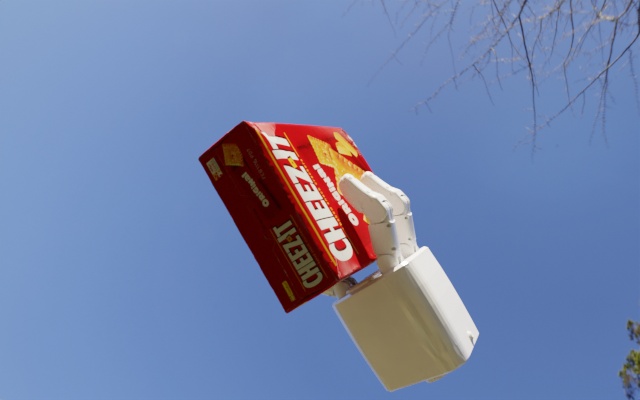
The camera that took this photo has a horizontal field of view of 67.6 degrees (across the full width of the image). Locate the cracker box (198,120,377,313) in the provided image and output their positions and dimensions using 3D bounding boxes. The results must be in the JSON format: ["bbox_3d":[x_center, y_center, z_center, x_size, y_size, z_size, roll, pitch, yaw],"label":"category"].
[{"bbox_3d":[0.000,0.002,0.502,0.072,0.164,0.213,-36,-10,25],"label":"cracker box"}]
